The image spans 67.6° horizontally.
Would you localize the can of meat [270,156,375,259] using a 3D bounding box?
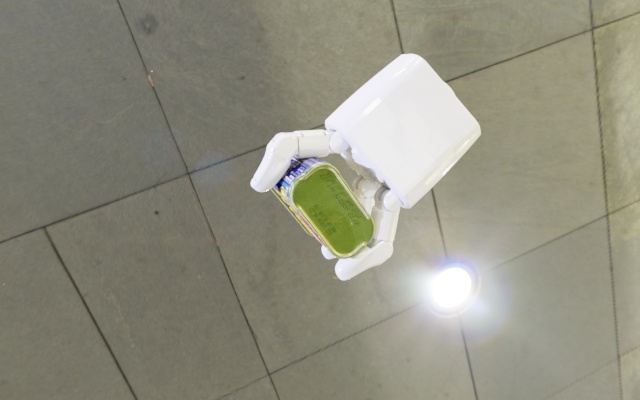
[{"bbox_3d":[0.000,0.002,0.472,0.057,0.102,0.084,-41,23,-6],"label":"can of meat"}]
